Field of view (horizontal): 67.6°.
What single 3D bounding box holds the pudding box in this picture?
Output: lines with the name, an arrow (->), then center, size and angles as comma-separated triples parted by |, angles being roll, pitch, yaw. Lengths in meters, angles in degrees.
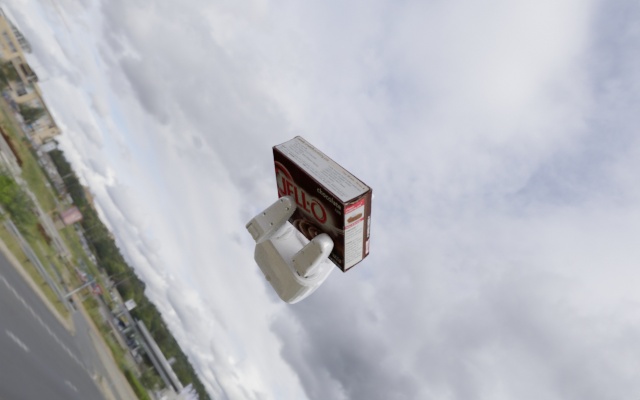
pudding box -> 0.000, 0.001, 0.466 | 0.039, 0.090, 0.113 | -31, 49, -27
